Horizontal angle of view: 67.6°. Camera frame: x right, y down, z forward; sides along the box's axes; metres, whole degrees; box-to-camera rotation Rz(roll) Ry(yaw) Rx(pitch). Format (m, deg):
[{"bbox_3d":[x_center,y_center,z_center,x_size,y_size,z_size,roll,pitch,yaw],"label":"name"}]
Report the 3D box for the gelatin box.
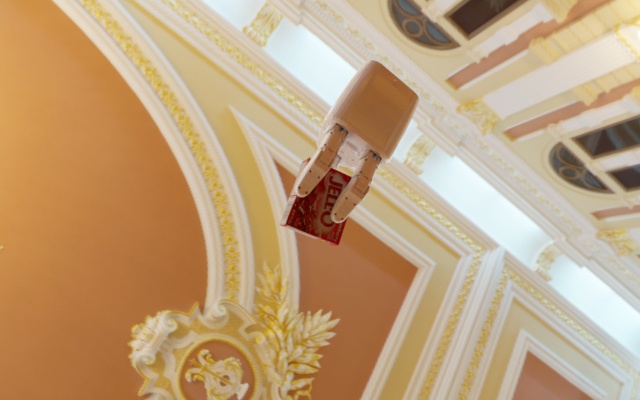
[{"bbox_3d":[0.000,0.002,0.589,0.073,0.089,0.030,23,-11,-18],"label":"gelatin box"}]
